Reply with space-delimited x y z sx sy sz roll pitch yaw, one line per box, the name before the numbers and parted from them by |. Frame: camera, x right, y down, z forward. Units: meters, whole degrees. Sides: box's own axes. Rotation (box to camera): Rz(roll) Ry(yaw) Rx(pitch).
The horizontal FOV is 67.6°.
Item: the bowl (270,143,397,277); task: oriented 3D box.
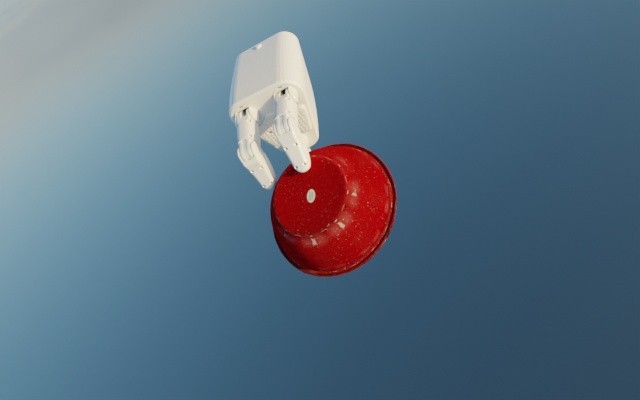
bowl | 0.000 0.003 0.534 0.162 0.162 0.055 0 -16 29
